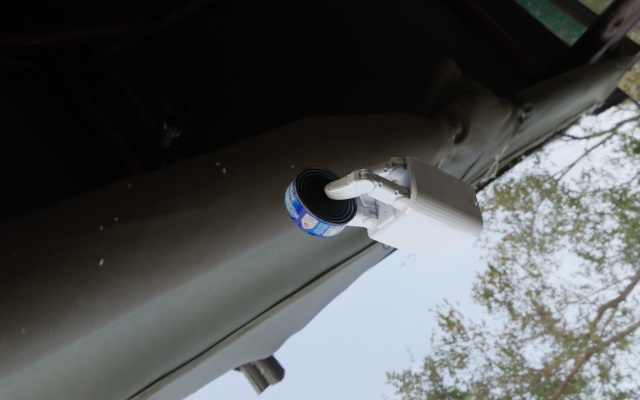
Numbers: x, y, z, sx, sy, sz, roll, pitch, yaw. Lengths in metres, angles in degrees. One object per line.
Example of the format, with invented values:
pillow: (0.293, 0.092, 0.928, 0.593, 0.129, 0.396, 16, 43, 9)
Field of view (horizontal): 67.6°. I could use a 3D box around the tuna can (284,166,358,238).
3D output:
tuna can: (0.000, 0.002, 0.579, 0.086, 0.086, 0.034, 0, -36, -37)
